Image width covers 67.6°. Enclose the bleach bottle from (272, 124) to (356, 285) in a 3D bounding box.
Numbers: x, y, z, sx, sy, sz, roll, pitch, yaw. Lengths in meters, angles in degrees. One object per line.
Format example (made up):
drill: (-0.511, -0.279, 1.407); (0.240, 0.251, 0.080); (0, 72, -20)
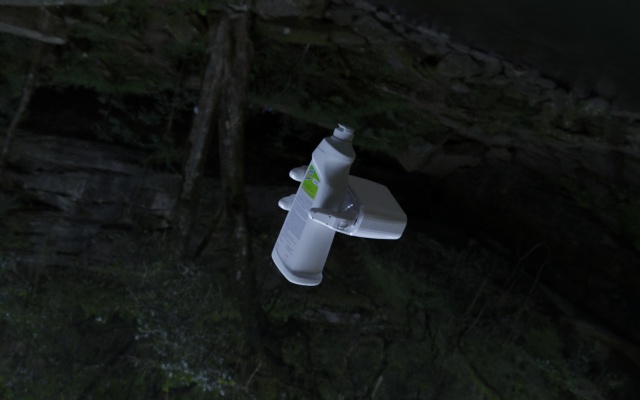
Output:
bleach bottle: (0.000, 0.002, 0.762); (0.068, 0.251, 0.102); (11, 19, -34)
